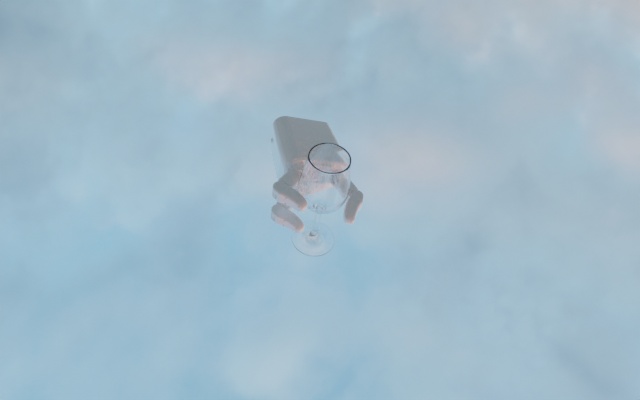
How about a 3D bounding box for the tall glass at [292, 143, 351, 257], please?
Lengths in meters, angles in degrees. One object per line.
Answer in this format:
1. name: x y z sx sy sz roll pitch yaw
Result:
1. tall glass: 0.000 0.003 0.747 0.079 0.079 0.201 0 -39 -10
